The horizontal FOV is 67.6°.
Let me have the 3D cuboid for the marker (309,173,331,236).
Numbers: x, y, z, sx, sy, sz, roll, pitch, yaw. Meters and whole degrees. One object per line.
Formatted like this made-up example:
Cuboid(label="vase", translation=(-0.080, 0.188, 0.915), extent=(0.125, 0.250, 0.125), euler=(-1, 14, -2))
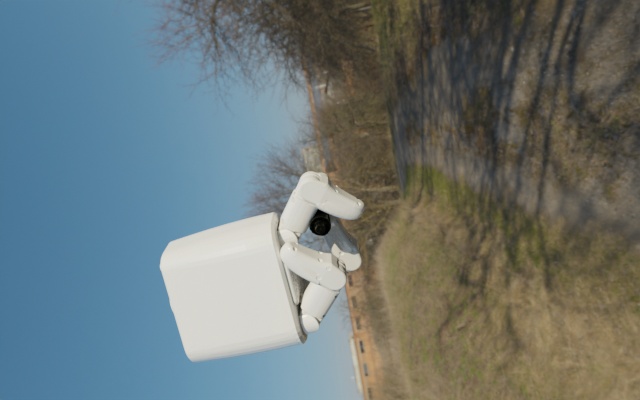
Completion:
Cuboid(label="marker", translation=(0.000, 0.001, 0.454), extent=(0.020, 0.020, 0.121), euler=(0, 22, 0))
